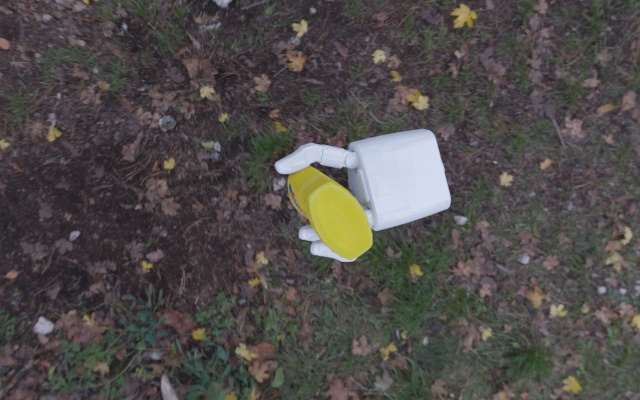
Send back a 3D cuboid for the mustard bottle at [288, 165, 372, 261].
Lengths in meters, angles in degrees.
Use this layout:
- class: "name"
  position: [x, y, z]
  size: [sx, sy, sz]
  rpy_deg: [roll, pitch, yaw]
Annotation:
- class: "mustard bottle"
  position: [0.000, 0.002, 0.601]
  size: [0.058, 0.096, 0.191]
  rpy_deg: [-37, 20, -3]
